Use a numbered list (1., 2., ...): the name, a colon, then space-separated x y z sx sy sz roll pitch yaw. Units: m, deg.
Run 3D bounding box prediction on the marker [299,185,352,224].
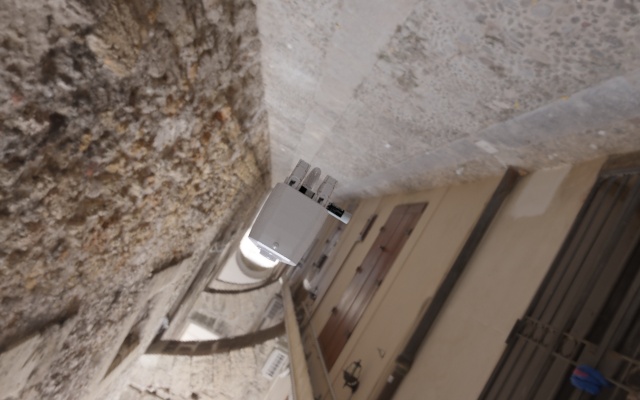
1. marker: 0.000 0.003 0.853 0.121 0.020 0.020 31 -3 -4
